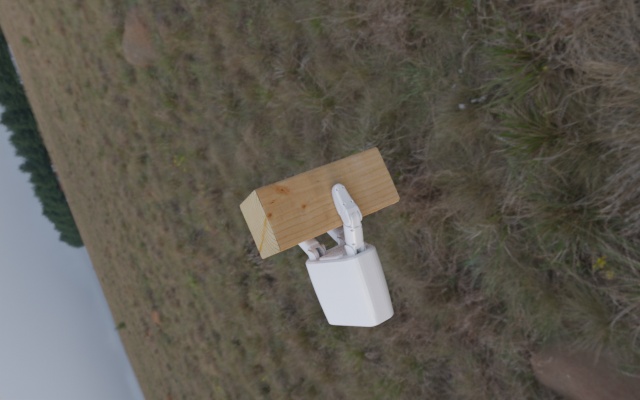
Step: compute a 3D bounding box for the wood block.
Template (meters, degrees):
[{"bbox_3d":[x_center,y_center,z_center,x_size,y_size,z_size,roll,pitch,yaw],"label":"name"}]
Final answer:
[{"bbox_3d":[0.000,0.003,0.708,0.206,0.090,0.091,-22,-4,-26],"label":"wood block"}]
